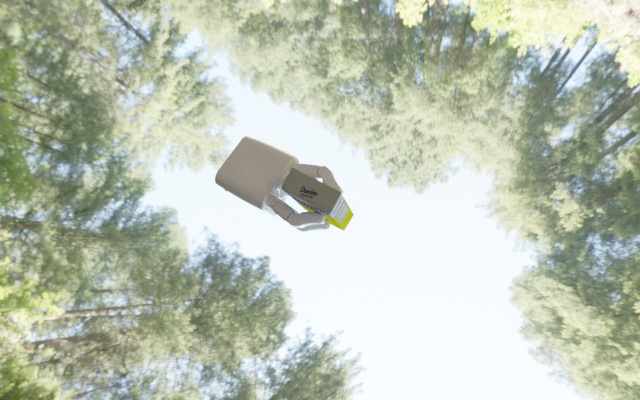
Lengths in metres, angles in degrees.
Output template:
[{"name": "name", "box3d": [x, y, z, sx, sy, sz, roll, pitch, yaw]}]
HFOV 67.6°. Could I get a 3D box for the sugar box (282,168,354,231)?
[{"name": "sugar box", "box3d": [0.000, 0.003, 0.818, 0.093, 0.048, 0.176, 27, -3, 15]}]
